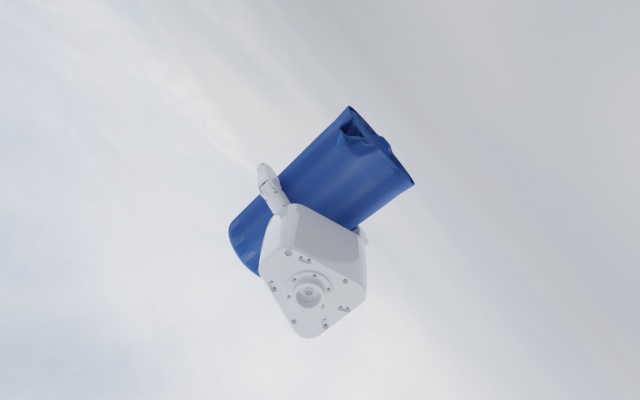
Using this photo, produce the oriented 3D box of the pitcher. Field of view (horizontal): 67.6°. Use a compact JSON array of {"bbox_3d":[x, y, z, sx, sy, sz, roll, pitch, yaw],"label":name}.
[{"bbox_3d":[0.000,0.002,0.651,0.243,0.149,0.145,-40,18,15],"label":"pitcher"}]
